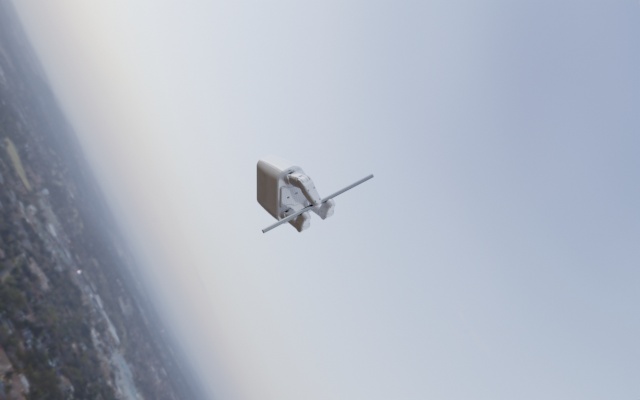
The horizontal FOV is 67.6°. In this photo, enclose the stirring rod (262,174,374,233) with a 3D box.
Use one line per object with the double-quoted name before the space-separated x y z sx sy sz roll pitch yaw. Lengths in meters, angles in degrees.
"stirring rod" 0.000 0.003 0.864 0.239 0.011 0.011 -27 11 -23
